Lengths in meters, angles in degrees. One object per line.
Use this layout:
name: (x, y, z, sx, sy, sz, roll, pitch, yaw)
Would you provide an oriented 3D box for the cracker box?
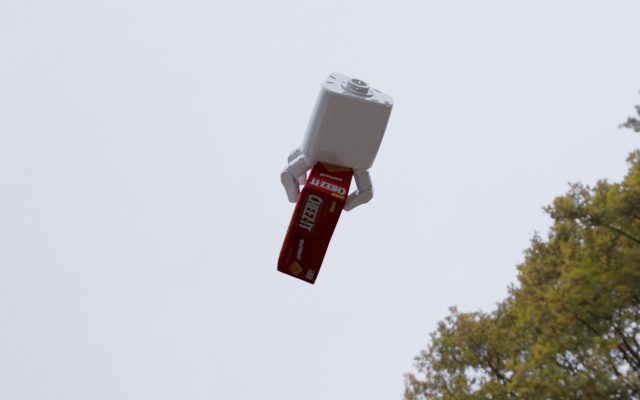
cracker box: (0.000, 0.003, 0.778, 0.072, 0.164, 0.213, 19, 32, 0)
